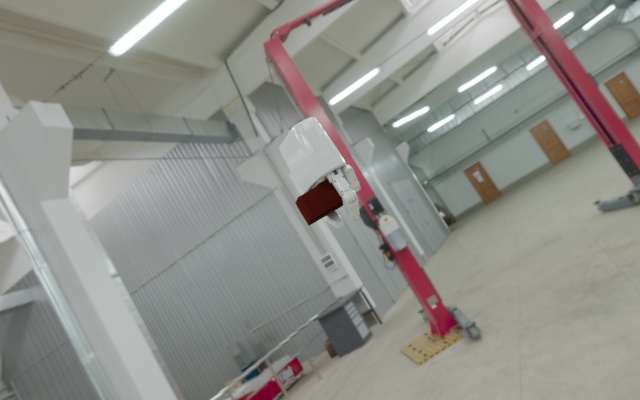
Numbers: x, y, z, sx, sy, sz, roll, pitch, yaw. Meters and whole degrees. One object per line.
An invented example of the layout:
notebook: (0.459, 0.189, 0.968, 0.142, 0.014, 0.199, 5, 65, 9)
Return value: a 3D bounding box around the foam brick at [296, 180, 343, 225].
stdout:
foam brick: (0.000, 0.003, 0.872, 0.078, 0.051, 0.053, -30, -6, -14)
